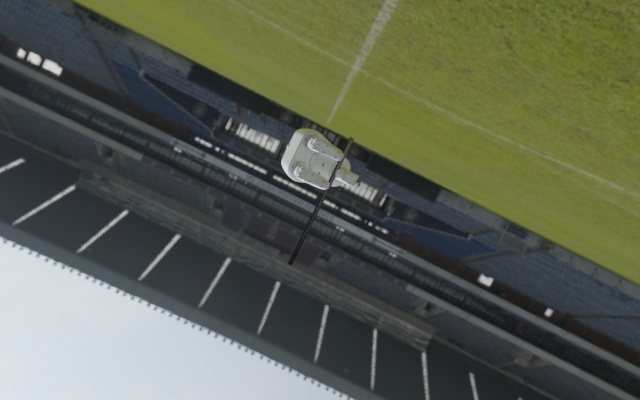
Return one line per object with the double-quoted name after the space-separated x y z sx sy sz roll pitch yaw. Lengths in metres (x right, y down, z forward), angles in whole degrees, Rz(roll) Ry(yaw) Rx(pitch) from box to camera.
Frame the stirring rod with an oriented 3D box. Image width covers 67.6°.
0.000 0.003 0.810 0.011 0.239 0.011 26 6 -3 "stirring rod"
